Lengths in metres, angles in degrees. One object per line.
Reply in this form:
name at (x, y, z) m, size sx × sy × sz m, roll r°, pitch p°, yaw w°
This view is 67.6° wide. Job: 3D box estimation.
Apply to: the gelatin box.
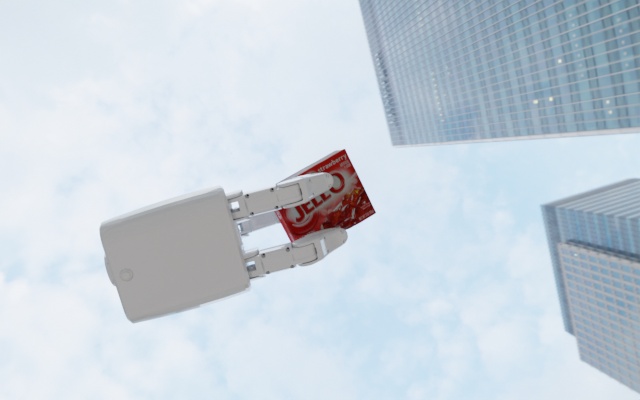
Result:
gelatin box at (0.000, 0.001, 0.471) m, size 0.089 × 0.073 × 0.030 m, roll -30°, pitch 12°, yaw -15°
